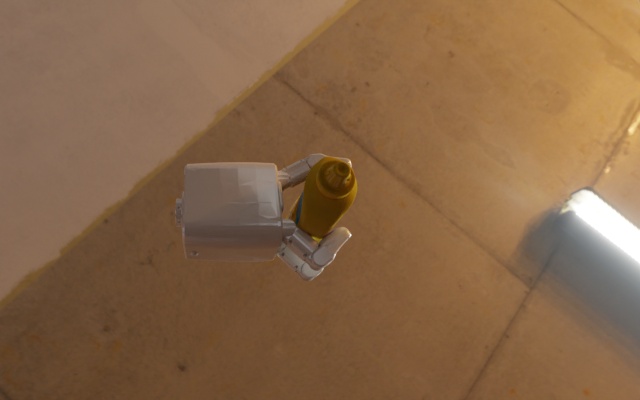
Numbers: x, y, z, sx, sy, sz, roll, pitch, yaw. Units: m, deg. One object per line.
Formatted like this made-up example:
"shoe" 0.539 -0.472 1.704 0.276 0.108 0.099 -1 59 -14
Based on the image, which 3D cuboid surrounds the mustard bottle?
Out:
"mustard bottle" 0.000 0.002 0.565 0.058 0.096 0.192 23 -24 -4
